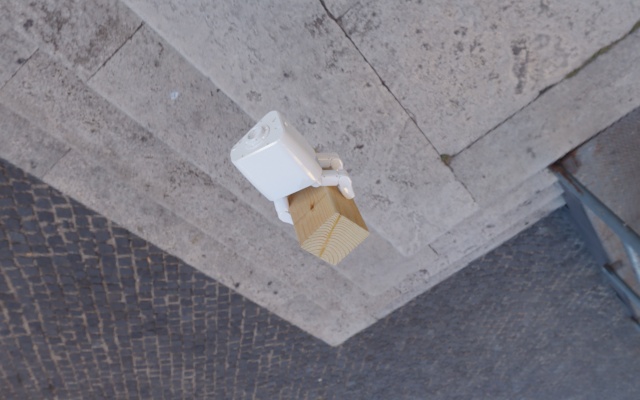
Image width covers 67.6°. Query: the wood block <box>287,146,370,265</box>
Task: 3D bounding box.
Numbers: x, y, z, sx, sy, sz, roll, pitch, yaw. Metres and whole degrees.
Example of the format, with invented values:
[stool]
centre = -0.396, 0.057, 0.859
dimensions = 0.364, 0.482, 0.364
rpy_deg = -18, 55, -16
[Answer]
[wood block]
centre = 0.000, 0.003, 0.867
dimensions = 0.090, 0.091, 0.206
rpy_deg = 32, 23, -35
